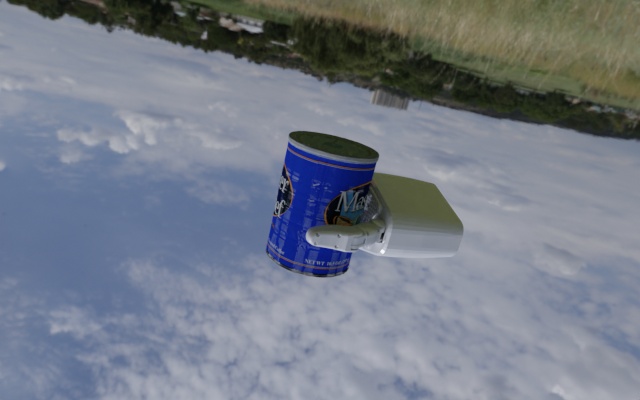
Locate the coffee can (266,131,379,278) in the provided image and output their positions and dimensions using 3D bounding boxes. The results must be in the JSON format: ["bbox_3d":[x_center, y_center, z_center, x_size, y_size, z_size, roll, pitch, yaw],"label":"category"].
[{"bbox_3d":[0.000,0.002,0.547,0.103,0.140,0.102,12,18,-4],"label":"coffee can"}]
